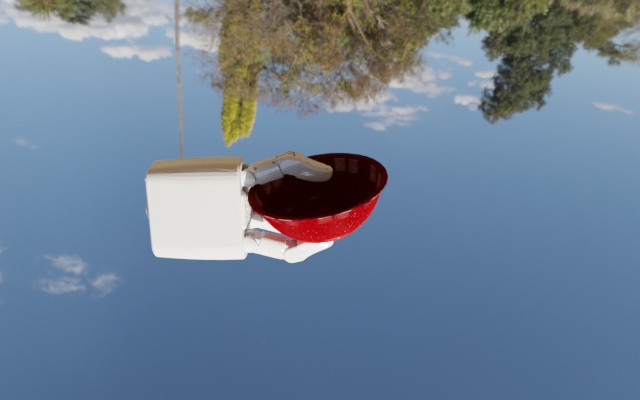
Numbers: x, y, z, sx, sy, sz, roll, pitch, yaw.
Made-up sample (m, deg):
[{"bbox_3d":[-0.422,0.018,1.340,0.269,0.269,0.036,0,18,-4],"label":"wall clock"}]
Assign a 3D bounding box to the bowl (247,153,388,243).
[{"bbox_3d":[0.001,0.002,0.554,0.162,0.055,0.162,-9,28,5],"label":"bowl"}]
